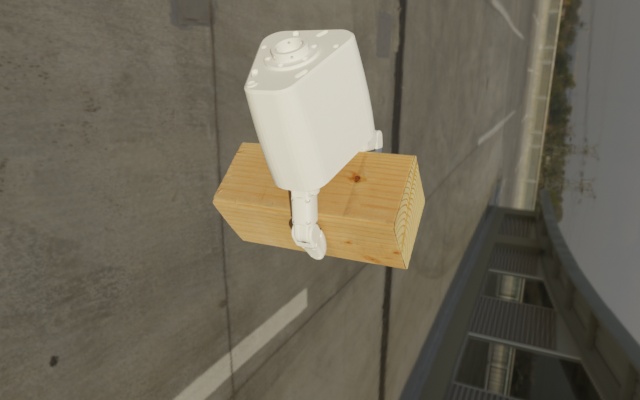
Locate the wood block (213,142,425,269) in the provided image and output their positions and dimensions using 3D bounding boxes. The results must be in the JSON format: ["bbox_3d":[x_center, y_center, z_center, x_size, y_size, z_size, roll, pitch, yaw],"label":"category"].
[{"bbox_3d":[0.000,0.002,0.532,0.206,0.090,0.090,7,-32,24],"label":"wood block"}]
